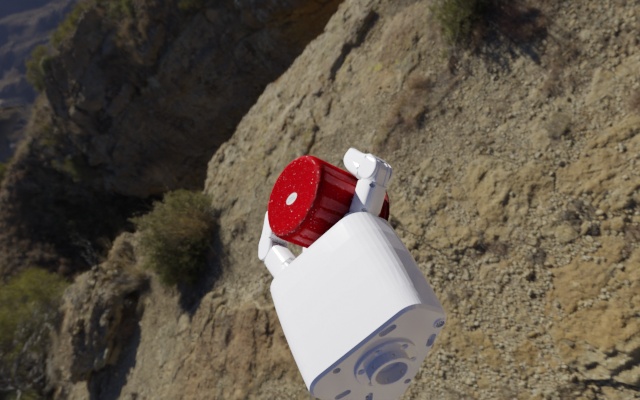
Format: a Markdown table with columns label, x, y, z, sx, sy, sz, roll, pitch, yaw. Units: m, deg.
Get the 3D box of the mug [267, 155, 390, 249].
| label | x | y | z | sx | sy | sz | roll | pitch | yaw |
| --- | --- | --- | --- | --- | --- | --- | --- | --- | --- |
| mug | -0.001 | 0.001 | 0.463 | 0.081 | 0.093 | 0.117 | 23 | 22 | -34 |
